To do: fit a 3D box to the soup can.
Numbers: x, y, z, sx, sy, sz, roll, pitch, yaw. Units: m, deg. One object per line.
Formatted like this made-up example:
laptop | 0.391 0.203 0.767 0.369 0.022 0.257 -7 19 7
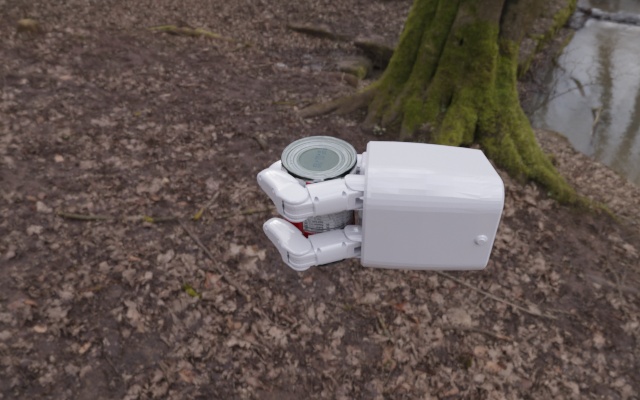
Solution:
soup can | 0.000 0.001 0.437 0.068 0.102 0.068 -1 39 1
